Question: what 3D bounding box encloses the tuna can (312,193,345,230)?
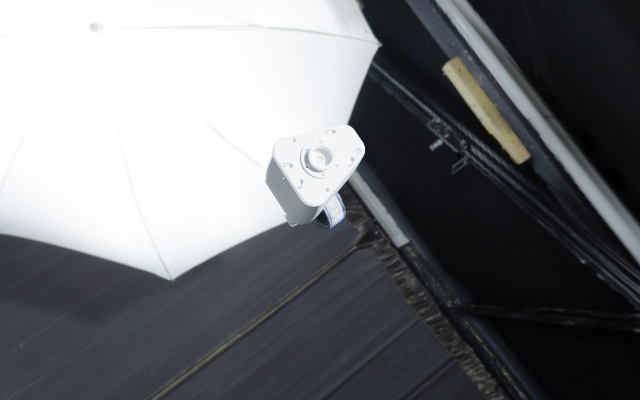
[{"bbox_3d":[0.001,0.002,0.744,0.033,0.086,0.086,-35,13,-19],"label":"tuna can"}]
